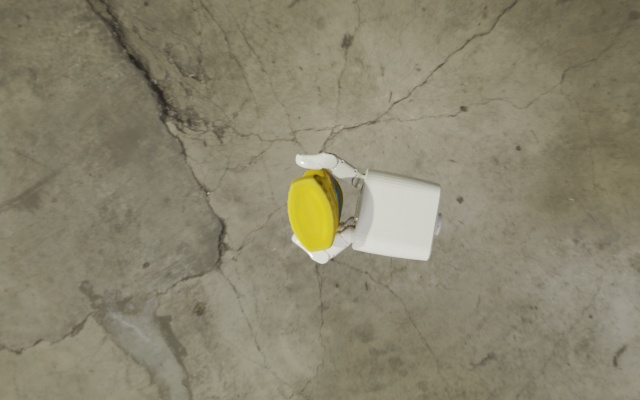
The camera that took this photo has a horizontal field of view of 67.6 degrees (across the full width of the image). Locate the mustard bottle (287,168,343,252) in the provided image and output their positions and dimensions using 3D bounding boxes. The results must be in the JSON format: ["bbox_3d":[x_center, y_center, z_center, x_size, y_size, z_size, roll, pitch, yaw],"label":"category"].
[{"bbox_3d":[0.000,0.002,0.684,0.058,0.096,0.191,-14,9,10],"label":"mustard bottle"}]
